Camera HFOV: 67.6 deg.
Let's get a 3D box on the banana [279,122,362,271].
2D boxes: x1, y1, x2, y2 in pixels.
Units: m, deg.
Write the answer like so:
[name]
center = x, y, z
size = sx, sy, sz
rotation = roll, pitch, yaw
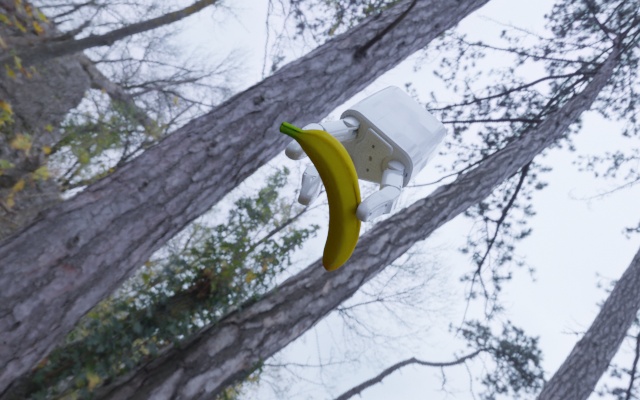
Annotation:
[banana]
center = 0.015, 0.000, 0.532
size = 0.069, 0.198, 0.037
rotation = 6, 34, 35
